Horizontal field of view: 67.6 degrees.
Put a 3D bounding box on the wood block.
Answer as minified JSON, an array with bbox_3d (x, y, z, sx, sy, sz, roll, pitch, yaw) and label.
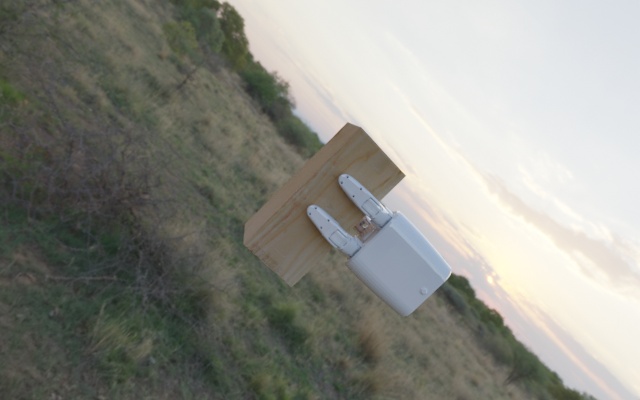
[{"bbox_3d":[0.000,0.002,0.640,0.090,0.206,0.090,45,4,-14],"label":"wood block"}]
